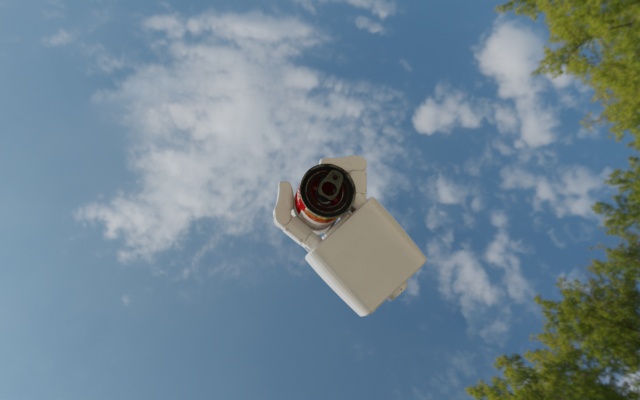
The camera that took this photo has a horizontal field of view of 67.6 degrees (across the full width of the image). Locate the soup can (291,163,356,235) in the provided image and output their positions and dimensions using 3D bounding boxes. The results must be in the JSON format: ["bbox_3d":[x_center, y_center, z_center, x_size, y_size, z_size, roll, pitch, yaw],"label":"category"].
[{"bbox_3d":[0.000,0.002,0.609,0.068,0.068,0.102,0,-16,-11],"label":"soup can"}]
